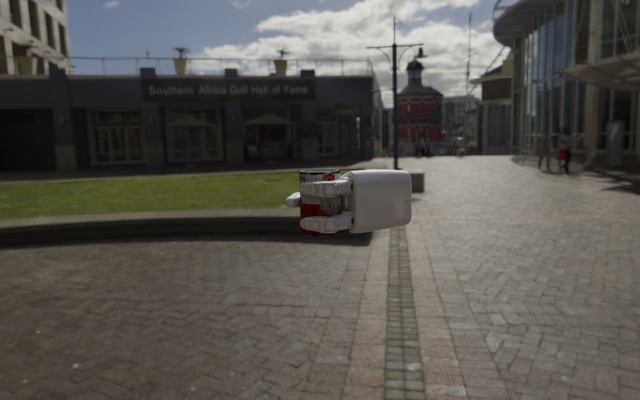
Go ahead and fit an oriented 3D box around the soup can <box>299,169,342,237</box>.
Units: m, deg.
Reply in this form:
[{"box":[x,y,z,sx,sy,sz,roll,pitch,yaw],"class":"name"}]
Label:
[{"box":[0.000,0.002,0.771,0.068,0.102,0.068,-1,8,0],"class":"soup can"}]
